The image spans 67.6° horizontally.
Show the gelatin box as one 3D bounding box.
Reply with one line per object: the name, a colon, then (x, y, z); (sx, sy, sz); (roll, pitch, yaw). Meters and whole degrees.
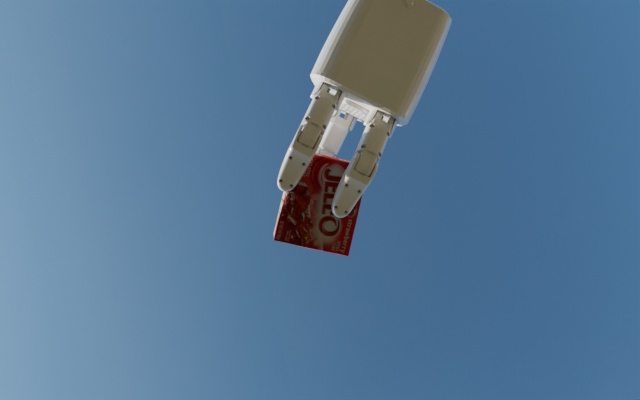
gelatin box: (0.000, 0.002, 0.454); (0.073, 0.089, 0.030); (13, 7, -6)
